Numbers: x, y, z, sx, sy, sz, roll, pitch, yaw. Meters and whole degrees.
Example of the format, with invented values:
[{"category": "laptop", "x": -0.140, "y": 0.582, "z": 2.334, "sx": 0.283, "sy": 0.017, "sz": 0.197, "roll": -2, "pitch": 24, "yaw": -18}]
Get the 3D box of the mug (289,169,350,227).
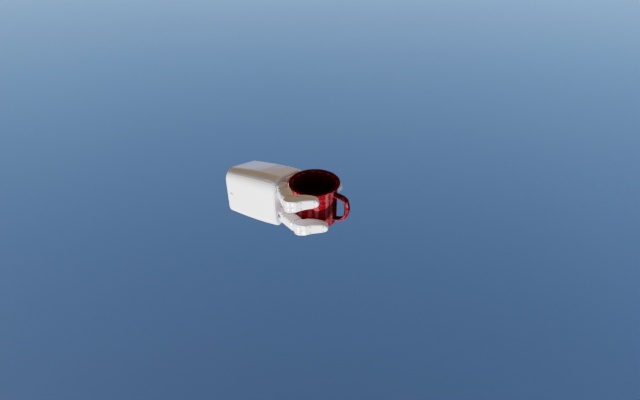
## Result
[{"category": "mug", "x": 0.001, "y": 0.003, "z": 0.871, "sx": 0.117, "sy": 0.082, "sz": 0.093, "roll": 15, "pitch": 37, "yaw": 22}]
